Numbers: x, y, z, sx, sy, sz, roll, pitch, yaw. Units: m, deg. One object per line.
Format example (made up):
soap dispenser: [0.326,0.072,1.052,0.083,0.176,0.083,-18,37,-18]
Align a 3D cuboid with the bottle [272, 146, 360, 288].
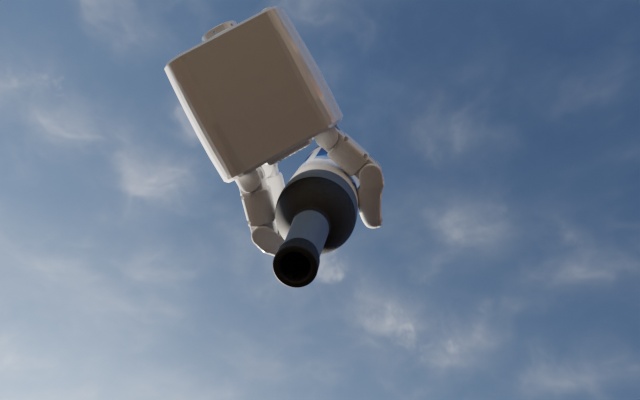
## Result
bottle: [0.000,0.001,0.422,0.069,0.069,0.295,0,15,6]
